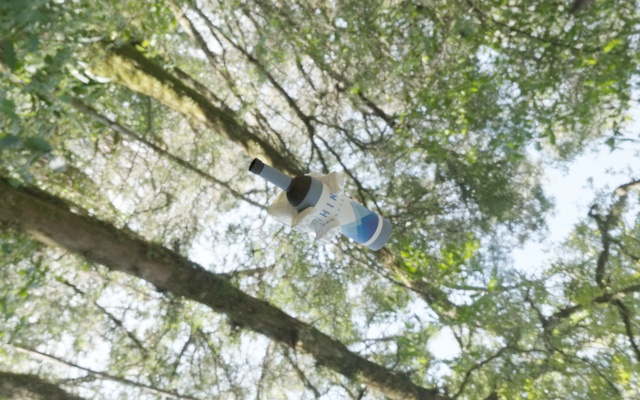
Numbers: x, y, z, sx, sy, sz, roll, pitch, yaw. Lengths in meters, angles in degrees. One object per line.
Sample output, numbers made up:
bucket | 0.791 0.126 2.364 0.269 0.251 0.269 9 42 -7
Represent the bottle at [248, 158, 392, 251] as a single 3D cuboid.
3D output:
bottle | 0.000 0.003 0.884 0.296 0.069 0.069 29 -12 -23
